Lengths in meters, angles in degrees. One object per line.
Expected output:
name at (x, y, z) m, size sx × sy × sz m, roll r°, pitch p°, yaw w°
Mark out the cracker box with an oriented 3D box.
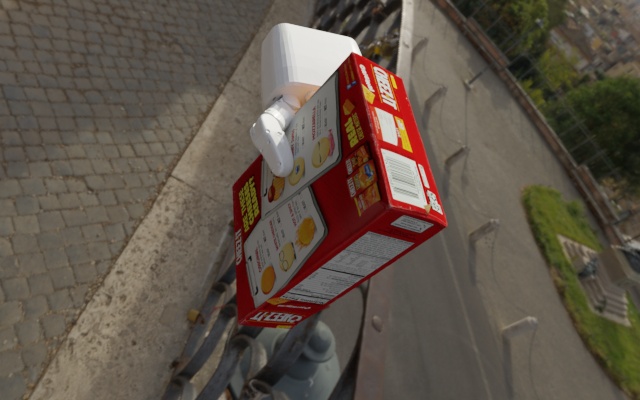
cracker box at (0.000, 0.001, 0.438) m, size 0.072 × 0.164 × 0.214 m, roll 17°, pitch -42°, yaw -33°
